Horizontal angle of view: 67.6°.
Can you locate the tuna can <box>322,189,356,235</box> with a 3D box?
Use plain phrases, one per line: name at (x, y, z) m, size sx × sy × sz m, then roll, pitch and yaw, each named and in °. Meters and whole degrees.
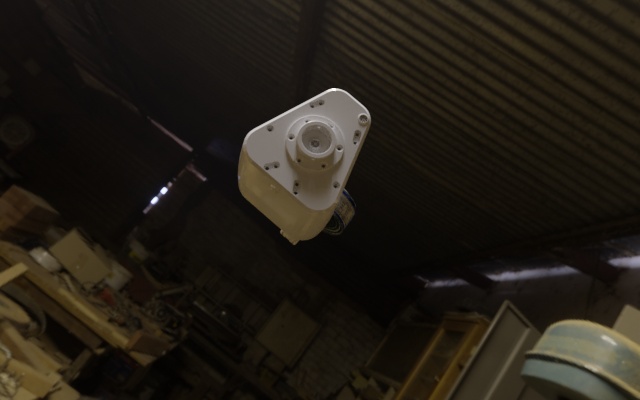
tuna can at (0.000, 0.001, 0.574) m, size 0.086 × 0.033 × 0.086 m, roll 33°, pitch -21°, yaw 14°
